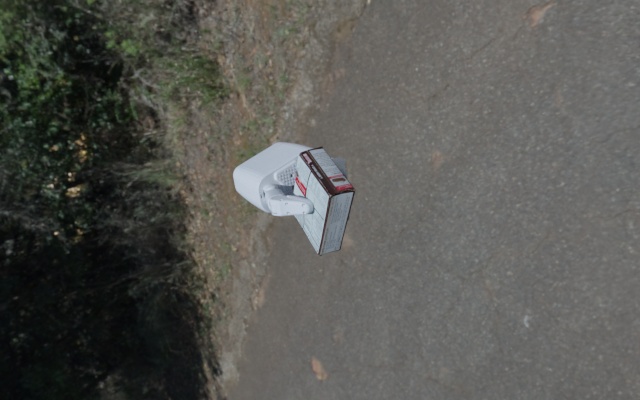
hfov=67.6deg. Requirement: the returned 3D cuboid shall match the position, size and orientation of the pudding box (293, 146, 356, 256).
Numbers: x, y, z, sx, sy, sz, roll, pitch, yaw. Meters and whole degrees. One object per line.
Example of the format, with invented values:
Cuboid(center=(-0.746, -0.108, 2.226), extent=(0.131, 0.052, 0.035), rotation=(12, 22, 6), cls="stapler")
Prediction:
Cuboid(center=(0.000, 0.002, 0.621), extent=(0.039, 0.114, 0.090), rotation=(-16, 49, -24), cls="pudding box")
